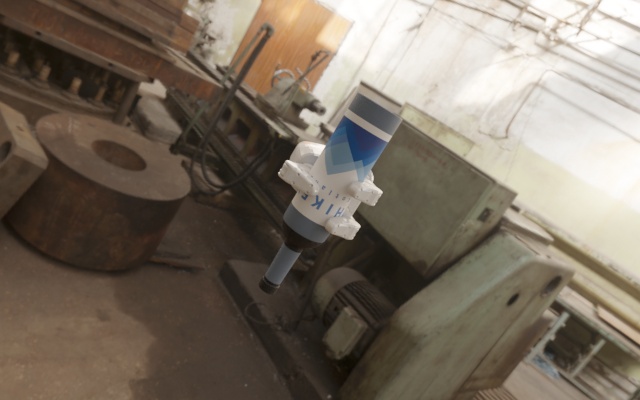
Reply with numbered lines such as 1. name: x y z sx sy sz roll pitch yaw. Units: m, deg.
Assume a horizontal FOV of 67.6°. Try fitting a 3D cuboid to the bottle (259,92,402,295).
1. bottle: 0.000 0.002 0.635 0.069 0.296 0.069 30 14 -8
